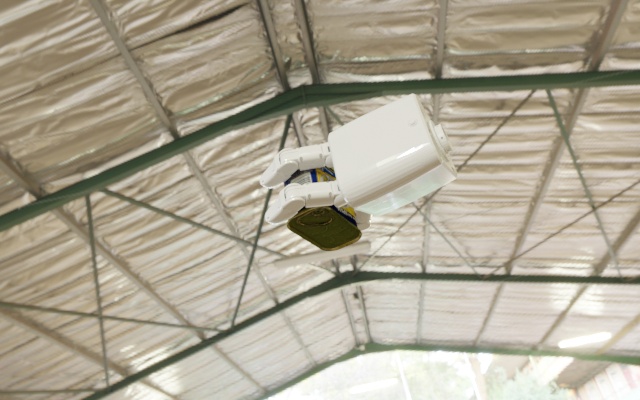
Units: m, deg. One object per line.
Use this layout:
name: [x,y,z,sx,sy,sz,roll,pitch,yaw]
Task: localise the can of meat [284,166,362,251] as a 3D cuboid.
can of meat: [0.000,0.002,0.577,0.057,0.084,0.102,-27,-37,23]
